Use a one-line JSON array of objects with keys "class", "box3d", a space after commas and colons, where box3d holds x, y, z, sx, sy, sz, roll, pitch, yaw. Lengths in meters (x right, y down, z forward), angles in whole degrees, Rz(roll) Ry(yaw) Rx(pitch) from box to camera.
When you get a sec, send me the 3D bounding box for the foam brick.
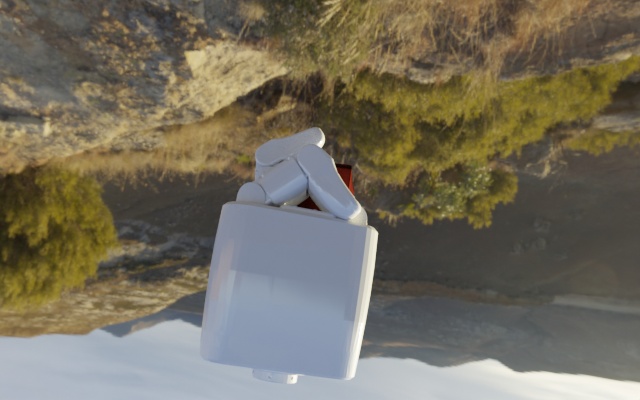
[{"class": "foam brick", "box3d": [0.000, 0.001, 0.421, 0.053, 0.051, 0.078, 7, -13, 8]}]
